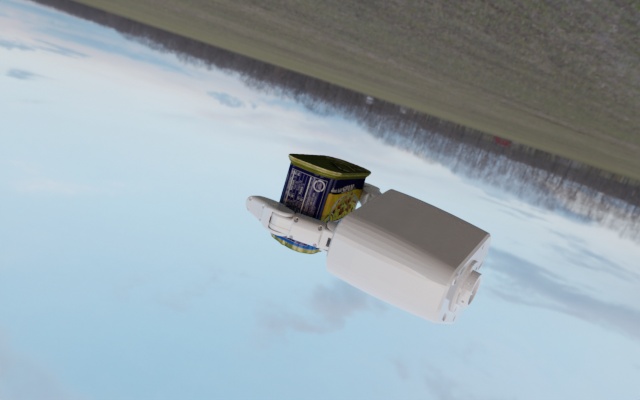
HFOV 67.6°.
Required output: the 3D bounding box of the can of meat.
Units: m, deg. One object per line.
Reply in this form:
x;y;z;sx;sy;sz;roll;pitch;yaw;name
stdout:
0.000;0.002;0.481;0.057;0.084;0.102;23;14;25;can of meat
